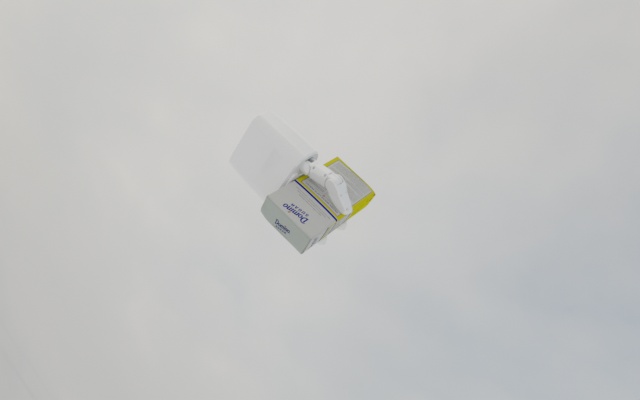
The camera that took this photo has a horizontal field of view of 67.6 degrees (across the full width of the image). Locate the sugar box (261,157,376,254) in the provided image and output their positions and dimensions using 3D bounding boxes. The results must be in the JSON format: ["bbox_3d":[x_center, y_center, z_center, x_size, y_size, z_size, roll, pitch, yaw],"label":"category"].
[{"bbox_3d":[0.000,0.003,0.735,0.176,0.093,0.048,-33,-19,-43],"label":"sugar box"}]
